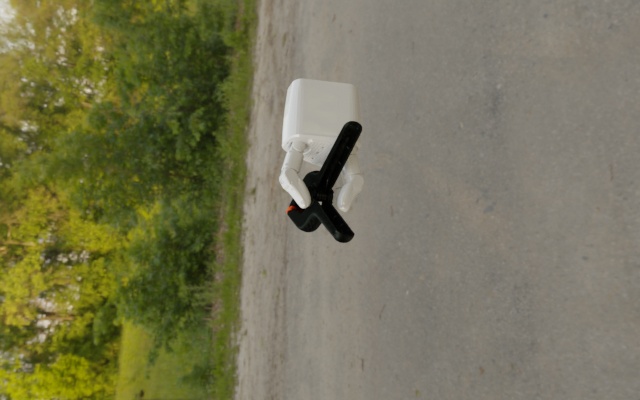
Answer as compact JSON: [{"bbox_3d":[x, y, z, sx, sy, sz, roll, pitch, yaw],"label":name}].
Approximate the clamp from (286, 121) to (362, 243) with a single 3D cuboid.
[{"bbox_3d":[-0.001,0.002,0.686,0.036,0.164,0.210,14,-26,-22],"label":"clamp"}]
